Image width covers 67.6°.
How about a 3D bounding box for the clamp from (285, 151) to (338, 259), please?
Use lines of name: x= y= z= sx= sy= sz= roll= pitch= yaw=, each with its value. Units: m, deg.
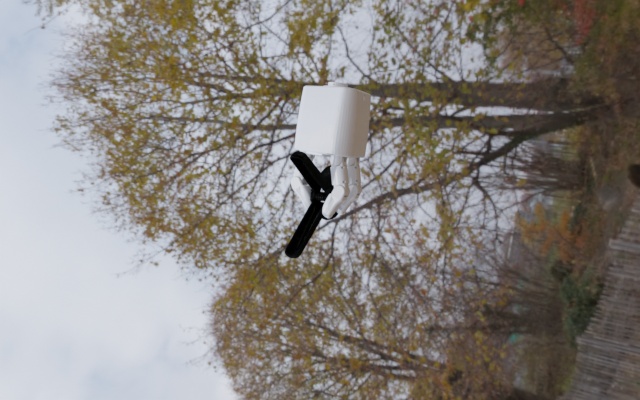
clamp: x=0.000 y=0.002 z=0.791 sx=0.036 sy=0.164 sz=0.210 roll=12 pitch=9 yaw=25
